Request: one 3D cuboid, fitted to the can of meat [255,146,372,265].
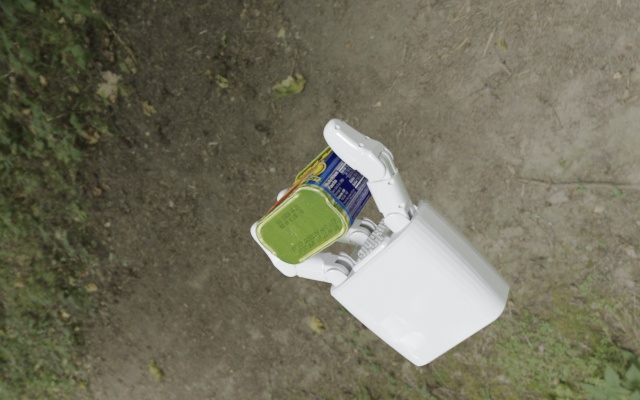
[{"bbox_3d":[0.000,0.001,0.412,0.102,0.057,0.084,-38,10,44],"label":"can of meat"}]
